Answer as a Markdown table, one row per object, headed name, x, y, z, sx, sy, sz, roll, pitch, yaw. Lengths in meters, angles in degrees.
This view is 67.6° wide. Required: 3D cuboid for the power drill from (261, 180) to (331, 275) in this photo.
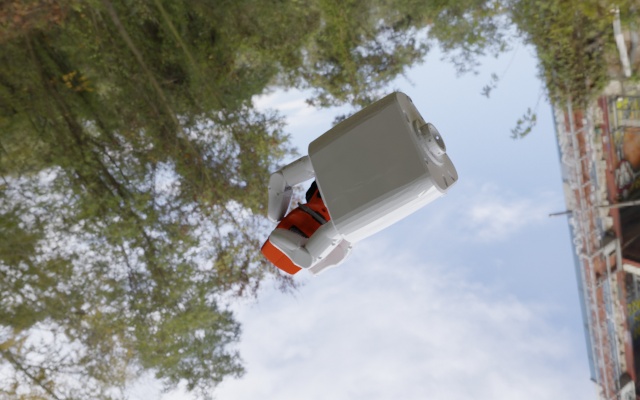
| name | x | y | z | sx | sy | sz | roll | pitch | yaw |
| --- | --- | --- | --- | --- | --- | --- | --- | --- | --- |
| power drill | 0.000 | 0.002 | 0.598 | 0.057 | 0.187 | 0.184 | 36 | -41 | -4 |
